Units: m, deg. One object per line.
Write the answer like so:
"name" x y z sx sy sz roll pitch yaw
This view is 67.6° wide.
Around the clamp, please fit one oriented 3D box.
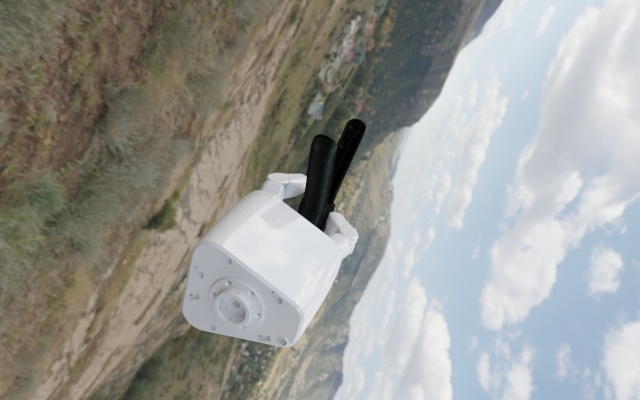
"clamp" 0.001 0.003 0.560 0.036 0.210 0.164 23 27 11
